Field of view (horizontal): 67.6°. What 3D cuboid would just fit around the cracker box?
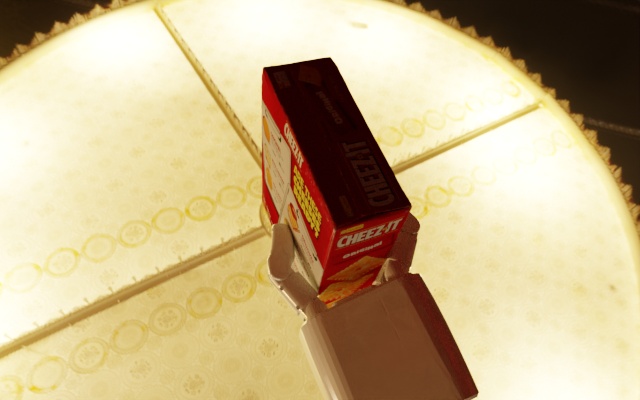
[{"bbox_3d":[0.000,0.002,0.456,0.072,0.164,0.214,-16,-28,-16],"label":"cracker box"}]
